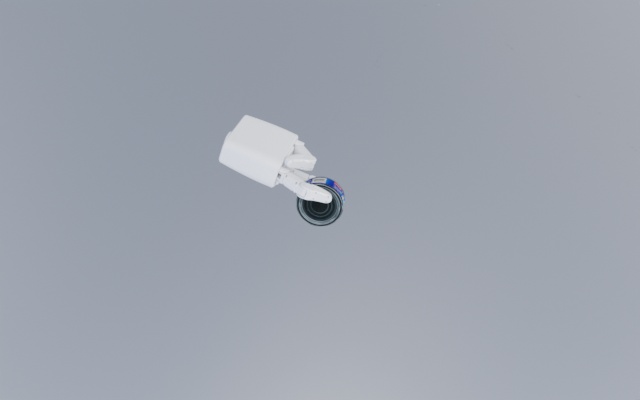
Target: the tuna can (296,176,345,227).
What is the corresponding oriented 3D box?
[{"bbox_3d":[0.000,0.003,0.849,0.086,0.086,0.033,0,24,8],"label":"tuna can"}]
